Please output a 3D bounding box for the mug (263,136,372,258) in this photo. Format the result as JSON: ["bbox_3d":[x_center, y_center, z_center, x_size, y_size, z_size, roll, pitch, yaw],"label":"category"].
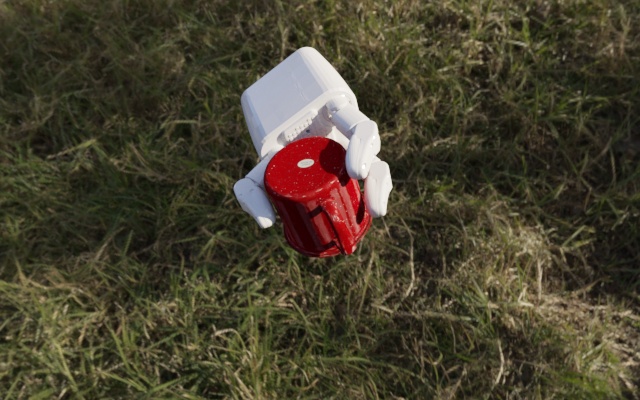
[{"bbox_3d":[0.000,0.002,0.446,0.093,0.082,0.117,-26,46,-3],"label":"mug"}]
